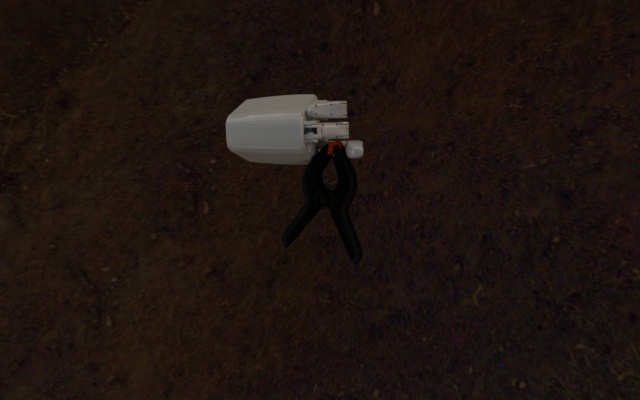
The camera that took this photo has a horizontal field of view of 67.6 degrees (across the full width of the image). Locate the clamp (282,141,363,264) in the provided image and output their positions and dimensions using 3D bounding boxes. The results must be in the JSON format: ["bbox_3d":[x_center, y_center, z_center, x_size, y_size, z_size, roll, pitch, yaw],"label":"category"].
[{"bbox_3d":[0.000,0.002,0.670,0.120,0.171,0.039,1,8,14],"label":"clamp"}]
